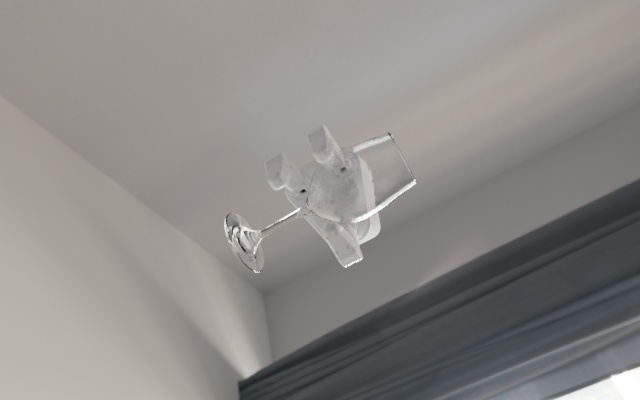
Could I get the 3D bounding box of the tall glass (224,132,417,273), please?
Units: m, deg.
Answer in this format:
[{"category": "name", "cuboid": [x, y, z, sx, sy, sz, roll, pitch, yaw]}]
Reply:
[{"category": "tall glass", "cuboid": [-0.001, 0.002, 0.516, 0.201, 0.079, 0.079, -28, -7, 13]}]
